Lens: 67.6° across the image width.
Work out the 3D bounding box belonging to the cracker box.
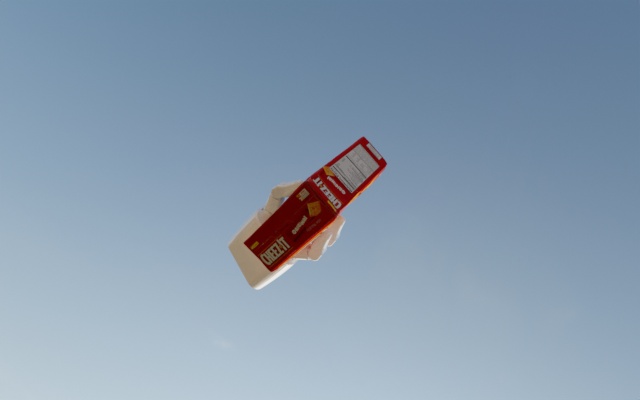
[{"bbox_3d":[0.000,0.002,0.748,0.164,0.072,0.213,-43,-1,35],"label":"cracker box"}]
